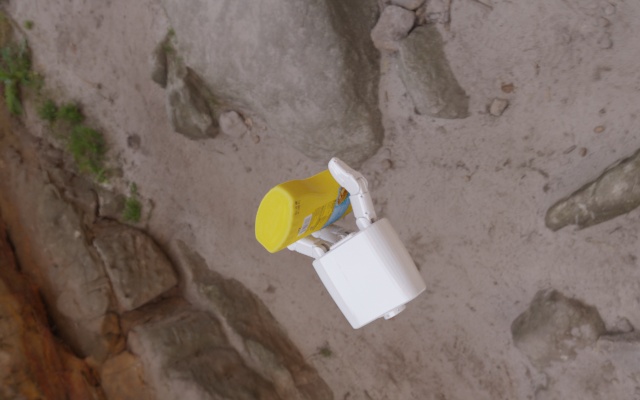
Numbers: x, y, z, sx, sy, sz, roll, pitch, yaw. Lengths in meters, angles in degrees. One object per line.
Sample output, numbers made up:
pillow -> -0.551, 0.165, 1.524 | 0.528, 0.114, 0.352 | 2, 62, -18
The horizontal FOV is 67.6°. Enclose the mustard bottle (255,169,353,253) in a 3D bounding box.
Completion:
mustard bottle -> 0.000, 0.002, 0.660 | 0.058, 0.096, 0.191 | 39, 36, 24
